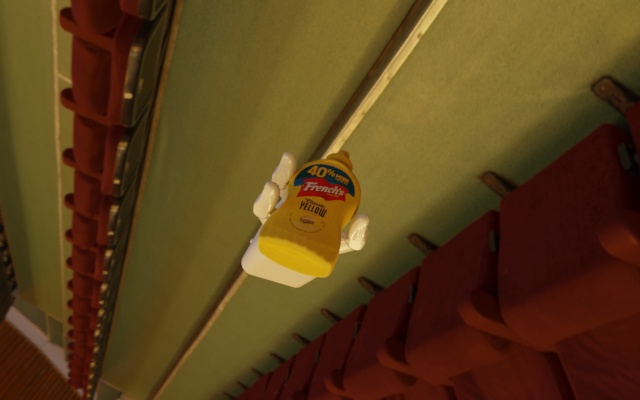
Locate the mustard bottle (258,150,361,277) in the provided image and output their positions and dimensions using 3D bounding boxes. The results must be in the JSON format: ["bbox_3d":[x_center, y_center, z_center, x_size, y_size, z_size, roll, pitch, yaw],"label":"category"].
[{"bbox_3d":[0.000,0.002,0.616,0.096,0.191,0.058,19,-39,9],"label":"mustard bottle"}]
